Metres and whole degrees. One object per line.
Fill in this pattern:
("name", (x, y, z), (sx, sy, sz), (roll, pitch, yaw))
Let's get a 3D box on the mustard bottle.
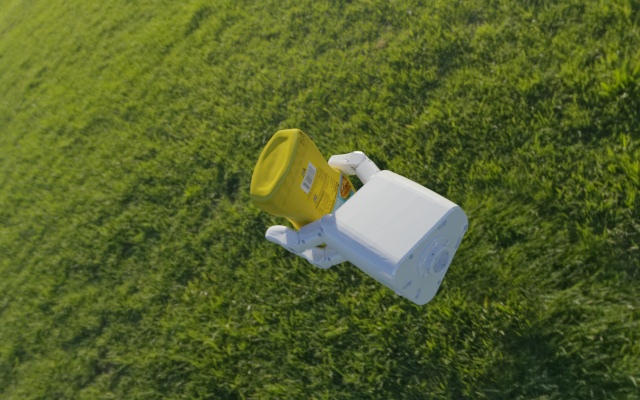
("mustard bottle", (0.000, 0.002, 0.589), (0.058, 0.096, 0.192), (0, -28, 38))
